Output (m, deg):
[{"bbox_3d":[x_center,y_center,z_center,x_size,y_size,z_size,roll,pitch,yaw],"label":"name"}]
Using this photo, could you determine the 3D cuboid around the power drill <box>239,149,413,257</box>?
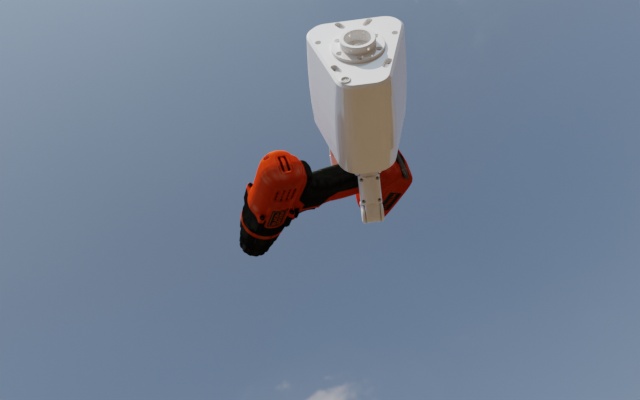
[{"bbox_3d":[0.001,0.002,0.560,0.187,0.057,0.184,-12,-25,-25],"label":"power drill"}]
